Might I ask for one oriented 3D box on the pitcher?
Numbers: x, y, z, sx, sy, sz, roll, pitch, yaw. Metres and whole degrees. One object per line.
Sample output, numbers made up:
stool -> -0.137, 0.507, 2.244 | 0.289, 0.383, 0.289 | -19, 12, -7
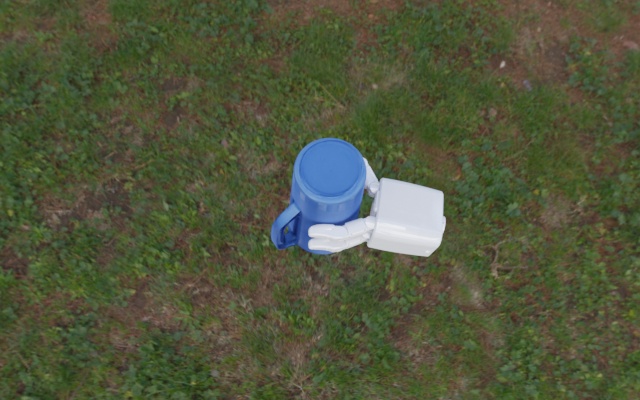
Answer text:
pitcher -> 0.000, 0.003, 0.800 | 0.145, 0.149, 0.243 | 13, -21, 2
